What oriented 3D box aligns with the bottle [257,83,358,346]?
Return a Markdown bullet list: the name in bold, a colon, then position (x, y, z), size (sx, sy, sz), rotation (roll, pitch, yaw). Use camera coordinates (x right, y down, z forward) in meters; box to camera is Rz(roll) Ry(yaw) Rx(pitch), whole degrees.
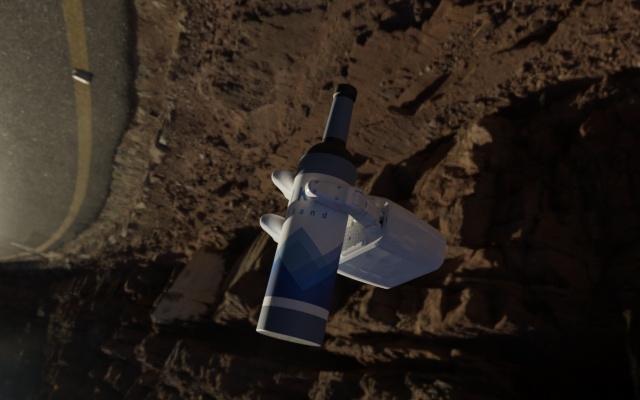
- **bottle**: position (0.000, 0.002, 0.521), size (0.069, 0.295, 0.069), rotation (11, -20, 4)
